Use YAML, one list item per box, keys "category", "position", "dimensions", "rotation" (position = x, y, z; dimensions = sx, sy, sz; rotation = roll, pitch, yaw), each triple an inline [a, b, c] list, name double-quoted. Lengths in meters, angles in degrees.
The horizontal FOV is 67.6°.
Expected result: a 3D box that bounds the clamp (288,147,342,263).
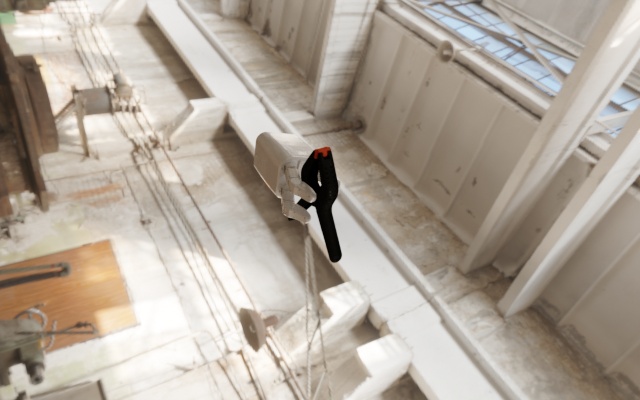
- category: "clamp"
  position: [0.001, 0.002, 0.878]
  dimensions: [0.036, 0.210, 0.164]
  rotation: [-18, 47, -33]
